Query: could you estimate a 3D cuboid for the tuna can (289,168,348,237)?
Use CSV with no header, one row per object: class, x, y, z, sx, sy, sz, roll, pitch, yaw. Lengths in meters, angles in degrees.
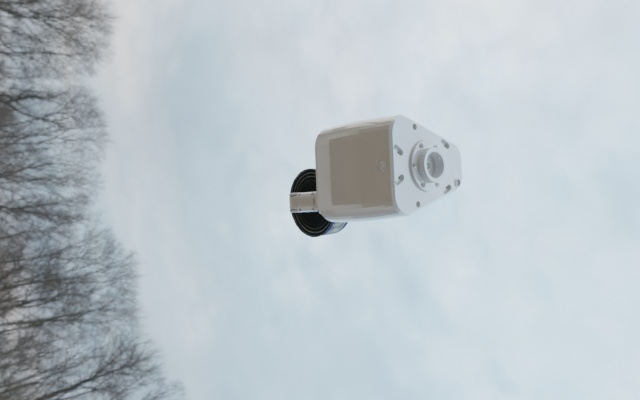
tuna can,0.000,0.002,0.603,0.034,0.086,0.086,-6,4,-41
